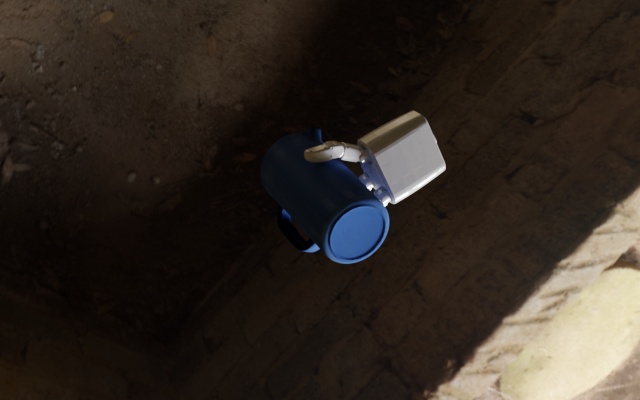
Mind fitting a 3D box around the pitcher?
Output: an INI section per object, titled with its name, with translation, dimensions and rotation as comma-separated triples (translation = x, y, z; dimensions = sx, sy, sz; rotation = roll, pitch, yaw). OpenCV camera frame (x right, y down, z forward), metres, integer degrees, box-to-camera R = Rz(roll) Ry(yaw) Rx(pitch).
[pitcher]
translation = 0.000, 0.002, 0.757
dimensions = 0.145, 0.149, 0.242
rotation = -30, 36, -9
